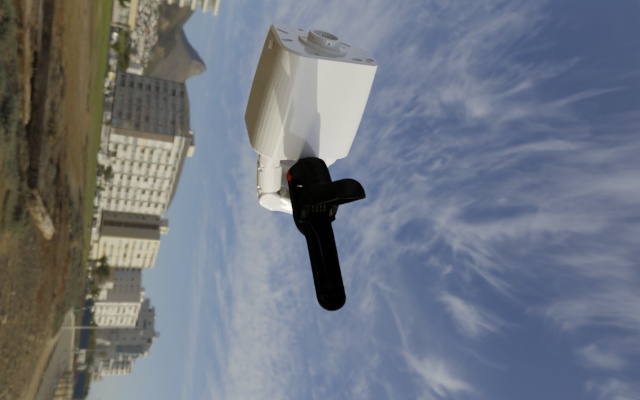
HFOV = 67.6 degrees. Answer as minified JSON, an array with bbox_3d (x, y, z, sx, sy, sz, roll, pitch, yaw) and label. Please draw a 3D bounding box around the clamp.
[{"bbox_3d":[0.001,0.001,0.441,0.039,0.120,0.171,4,34,-22],"label":"clamp"}]
